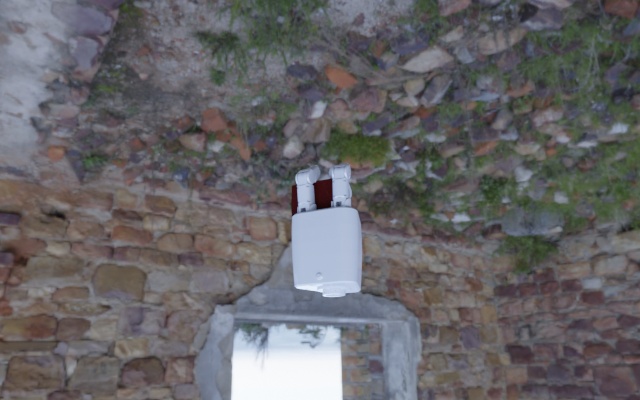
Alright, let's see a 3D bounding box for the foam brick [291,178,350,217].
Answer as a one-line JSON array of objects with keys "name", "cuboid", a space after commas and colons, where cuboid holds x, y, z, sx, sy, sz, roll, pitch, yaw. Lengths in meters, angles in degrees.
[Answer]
[{"name": "foam brick", "cuboid": [0.000, 0.002, 0.733, 0.078, 0.051, 0.053, -9, -21, 24]}]
